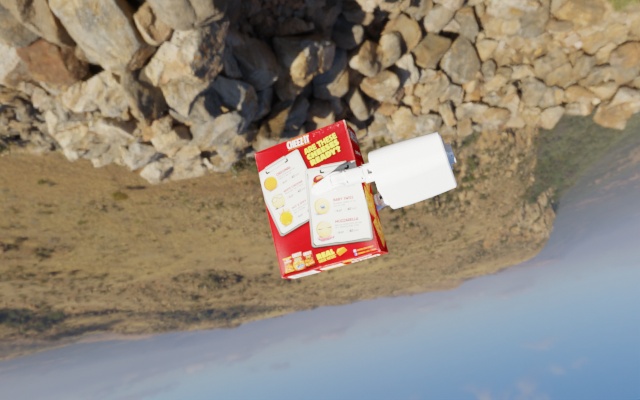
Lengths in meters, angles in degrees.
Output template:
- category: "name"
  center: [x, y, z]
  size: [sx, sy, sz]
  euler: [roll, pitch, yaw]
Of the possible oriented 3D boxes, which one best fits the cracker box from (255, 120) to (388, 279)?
- category: "cracker box"
  center: [0.000, 0.003, 0.768]
  size: [0.164, 0.213, 0.072]
  euler: [-18, -14, 16]
